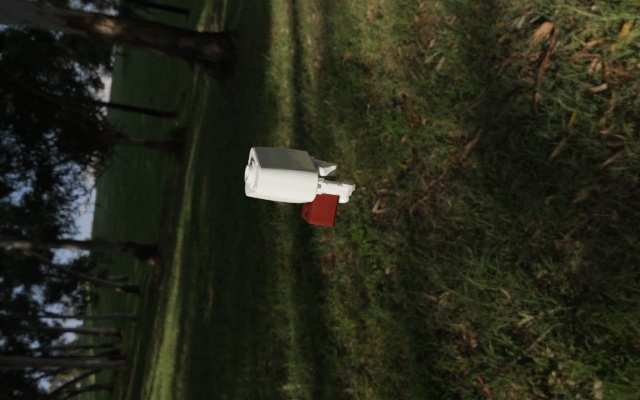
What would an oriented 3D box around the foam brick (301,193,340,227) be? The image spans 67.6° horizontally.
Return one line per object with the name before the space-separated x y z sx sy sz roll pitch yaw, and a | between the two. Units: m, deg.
foam brick | 0.000 0.003 0.894 0.051 0.078 0.053 5 13 -21
